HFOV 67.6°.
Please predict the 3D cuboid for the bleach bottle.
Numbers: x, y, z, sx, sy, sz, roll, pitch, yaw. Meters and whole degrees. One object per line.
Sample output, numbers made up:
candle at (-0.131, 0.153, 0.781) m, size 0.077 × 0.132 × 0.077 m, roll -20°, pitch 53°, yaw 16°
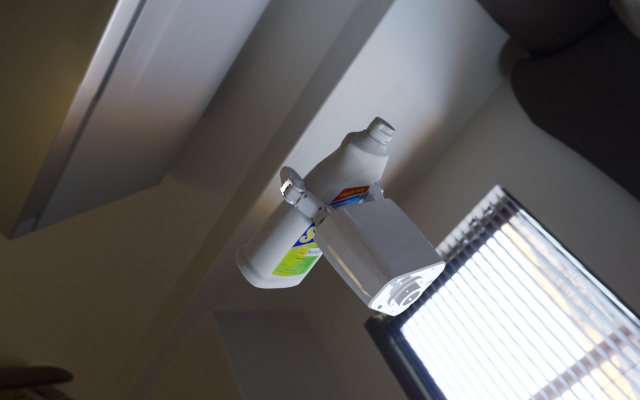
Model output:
bleach bottle at (0.000, 0.002, 0.596) m, size 0.102 × 0.251 × 0.068 m, roll 10°, pitch 34°, yaw -50°
